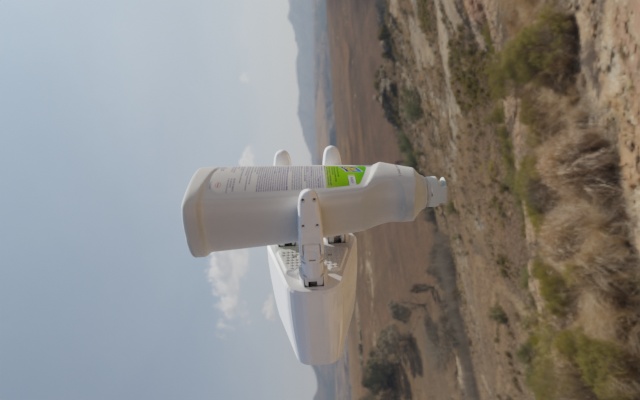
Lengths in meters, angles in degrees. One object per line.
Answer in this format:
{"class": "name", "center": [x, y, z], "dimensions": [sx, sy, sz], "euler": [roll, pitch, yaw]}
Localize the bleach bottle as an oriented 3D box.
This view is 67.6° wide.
{"class": "bleach bottle", "center": [0.000, 0.001, 0.475], "dimensions": [0.251, 0.068, 0.102], "euler": [-3, 29, -1]}
